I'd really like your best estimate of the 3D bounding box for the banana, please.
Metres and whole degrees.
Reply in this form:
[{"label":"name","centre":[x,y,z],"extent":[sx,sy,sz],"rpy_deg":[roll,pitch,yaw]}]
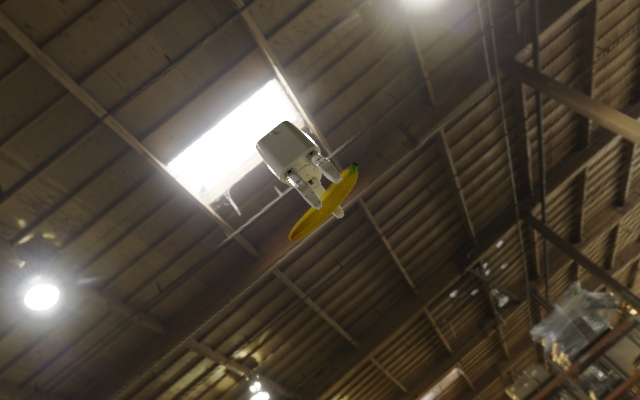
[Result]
[{"label":"banana","centre":[0.011,0.001,0.914],"extent":[0.037,0.198,0.069],"rpy_deg":[46,18,23]}]
